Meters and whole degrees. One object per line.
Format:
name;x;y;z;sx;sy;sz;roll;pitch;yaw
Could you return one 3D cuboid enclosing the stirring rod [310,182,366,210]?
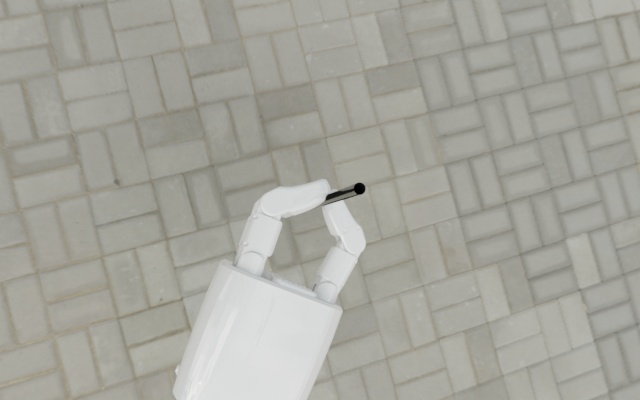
stirring rod;0.000;0.001;0.423;0.011;0.011;0.239;0;-4;-12
